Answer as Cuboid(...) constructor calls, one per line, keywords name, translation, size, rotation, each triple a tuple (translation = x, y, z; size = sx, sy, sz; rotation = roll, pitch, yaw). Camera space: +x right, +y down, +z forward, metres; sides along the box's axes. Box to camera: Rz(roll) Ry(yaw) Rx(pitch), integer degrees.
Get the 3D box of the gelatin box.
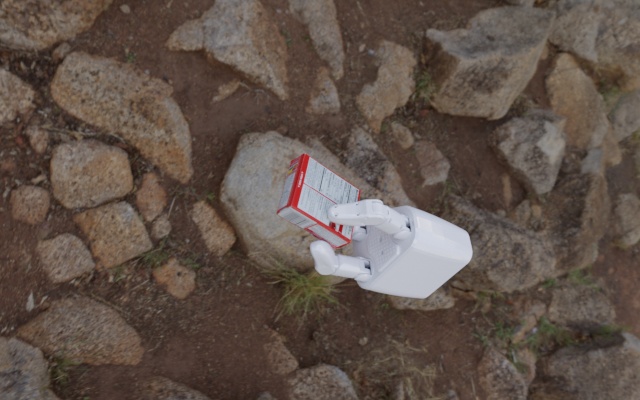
Cuboid(name="gelatin box", translation=(0.000, 0.001, 0.530), size=(0.089, 0.073, 0.030), rotation=(33, -38, -27))
